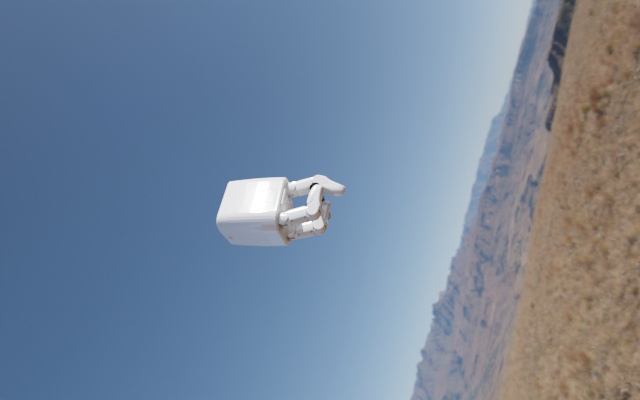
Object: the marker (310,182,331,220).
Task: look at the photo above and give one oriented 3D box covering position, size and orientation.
[{"bbox_3d":[0.000,0.003,0.853,0.020,0.020,0.121,0,-27,11],"label":"marker"}]
